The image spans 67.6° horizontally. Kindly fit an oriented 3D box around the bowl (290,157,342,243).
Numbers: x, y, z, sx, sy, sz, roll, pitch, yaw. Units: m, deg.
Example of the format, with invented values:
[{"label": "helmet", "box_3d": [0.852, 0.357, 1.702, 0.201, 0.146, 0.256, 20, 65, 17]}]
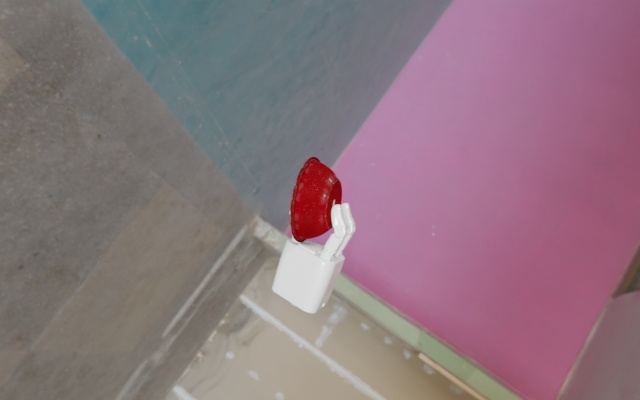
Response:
[{"label": "bowl", "box_3d": [0.001, 0.002, 0.876, 0.055, 0.162, 0.162, 10, 3, 18]}]
